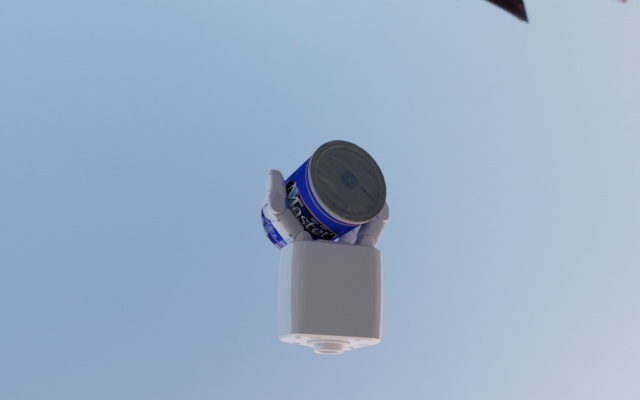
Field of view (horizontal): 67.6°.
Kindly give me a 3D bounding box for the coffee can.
[{"bbox_3d":[0.000,0.002,0.597,0.103,0.102,0.140,0,-21,-31],"label":"coffee can"}]
